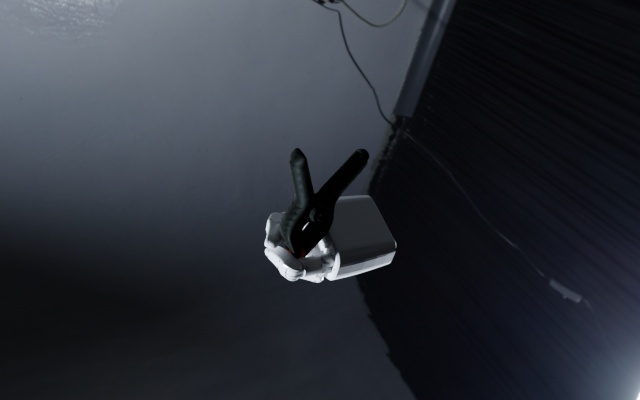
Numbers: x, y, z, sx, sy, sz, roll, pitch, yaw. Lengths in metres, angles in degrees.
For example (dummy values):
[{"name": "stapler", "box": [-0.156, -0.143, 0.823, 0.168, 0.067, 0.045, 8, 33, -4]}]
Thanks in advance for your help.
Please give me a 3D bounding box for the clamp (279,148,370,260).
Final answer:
[{"name": "clamp", "box": [0.000, 0.003, 0.617, 0.120, 0.172, 0.039, -8, 42, -30]}]
